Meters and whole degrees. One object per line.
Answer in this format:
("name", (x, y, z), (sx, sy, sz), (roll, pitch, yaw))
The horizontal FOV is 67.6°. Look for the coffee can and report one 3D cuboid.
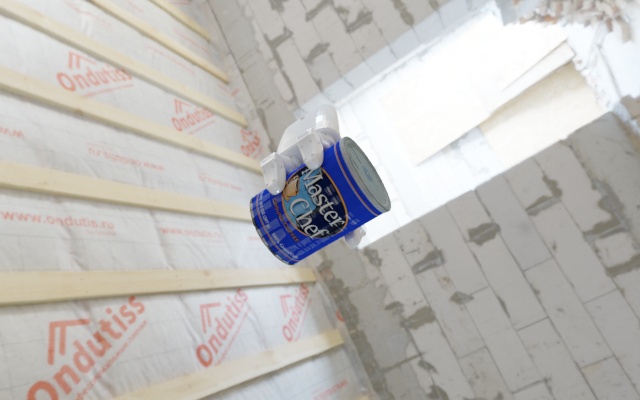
("coffee can", (0.000, 0.002, 0.582), (0.140, 0.103, 0.103), (-31, -11, 18))
